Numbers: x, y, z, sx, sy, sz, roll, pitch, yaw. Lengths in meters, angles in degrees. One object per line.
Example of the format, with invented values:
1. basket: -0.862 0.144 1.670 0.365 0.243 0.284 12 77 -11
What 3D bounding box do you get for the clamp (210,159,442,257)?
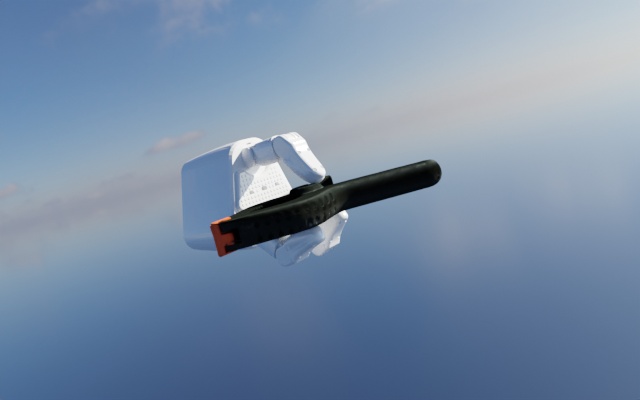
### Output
1. clamp: -0.001 0.001 0.437 0.164 0.036 0.210 -9 9 44
